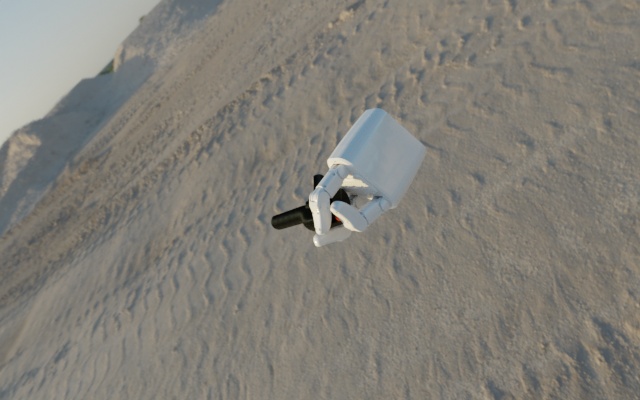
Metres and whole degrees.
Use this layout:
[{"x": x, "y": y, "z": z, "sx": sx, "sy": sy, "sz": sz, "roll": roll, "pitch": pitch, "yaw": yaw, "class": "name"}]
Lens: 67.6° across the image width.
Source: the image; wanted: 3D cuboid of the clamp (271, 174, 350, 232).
[{"x": 0.000, "y": 0.002, "z": 0.737, "sx": 0.039, "sy": 0.120, "sz": 0.171, "roll": 46, "pitch": -23, "yaw": -28, "class": "clamp"}]
